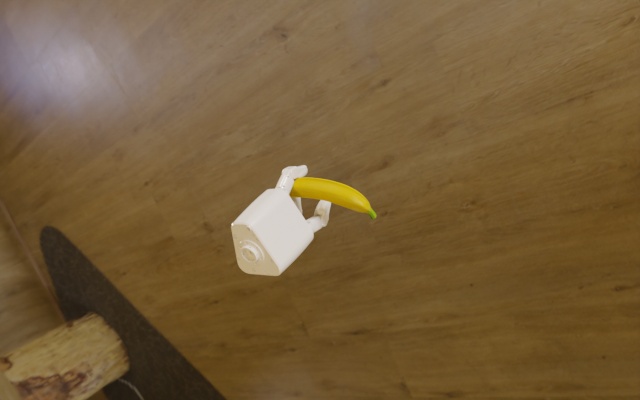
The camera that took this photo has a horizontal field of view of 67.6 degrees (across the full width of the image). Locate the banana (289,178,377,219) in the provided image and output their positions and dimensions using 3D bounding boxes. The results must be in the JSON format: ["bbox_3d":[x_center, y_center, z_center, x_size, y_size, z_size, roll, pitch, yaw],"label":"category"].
[{"bbox_3d":[0.003,-0.010,0.852,0.198,0.070,0.037,16,46,15],"label":"banana"}]
